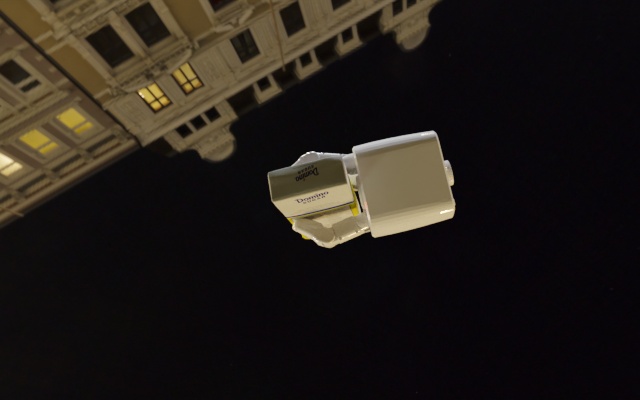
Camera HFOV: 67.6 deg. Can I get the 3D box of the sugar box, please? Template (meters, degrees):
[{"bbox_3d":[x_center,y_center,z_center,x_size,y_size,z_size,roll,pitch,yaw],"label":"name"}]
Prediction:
[{"bbox_3d":[0.000,0.002,0.631,0.093,0.048,0.176,-13,-23,6],"label":"sugar box"}]
